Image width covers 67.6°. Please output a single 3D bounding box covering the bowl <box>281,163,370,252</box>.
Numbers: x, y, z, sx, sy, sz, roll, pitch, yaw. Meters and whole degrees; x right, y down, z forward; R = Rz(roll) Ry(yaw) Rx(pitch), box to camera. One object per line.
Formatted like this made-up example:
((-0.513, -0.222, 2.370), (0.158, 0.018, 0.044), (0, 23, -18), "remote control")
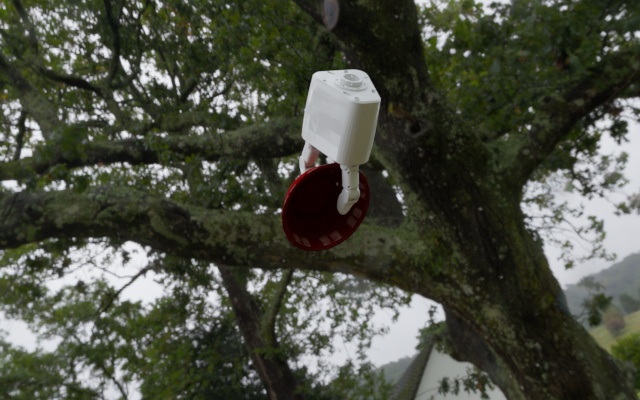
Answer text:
((0.000, 0.004, 0.793), (0.162, 0.162, 0.055), (0, 26, -31), "bowl")
